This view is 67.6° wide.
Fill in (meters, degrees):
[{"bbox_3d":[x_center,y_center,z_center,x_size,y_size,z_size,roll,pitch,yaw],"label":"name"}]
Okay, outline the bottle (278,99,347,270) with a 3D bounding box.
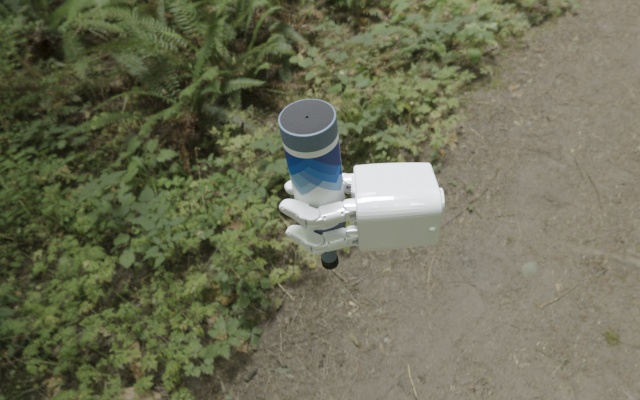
[{"bbox_3d":[0.000,0.002,0.647,0.069,0.069,0.296,0,-41,8],"label":"bottle"}]
